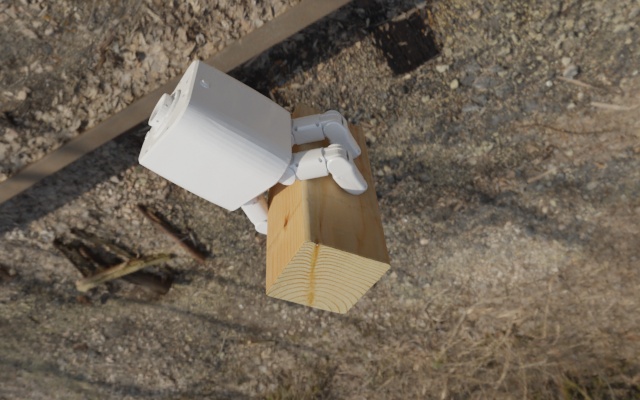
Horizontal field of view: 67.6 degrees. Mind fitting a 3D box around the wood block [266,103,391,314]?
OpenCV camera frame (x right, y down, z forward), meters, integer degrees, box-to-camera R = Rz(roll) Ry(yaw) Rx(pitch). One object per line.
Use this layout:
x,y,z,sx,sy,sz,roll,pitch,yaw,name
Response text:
0.000,0.002,0.512,0.090,0.206,0.091,18,-49,-22,wood block
